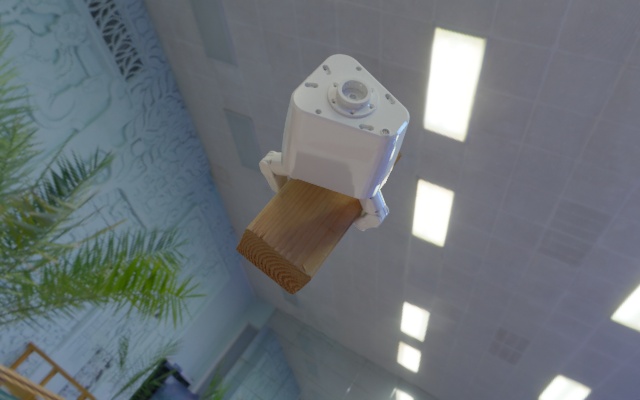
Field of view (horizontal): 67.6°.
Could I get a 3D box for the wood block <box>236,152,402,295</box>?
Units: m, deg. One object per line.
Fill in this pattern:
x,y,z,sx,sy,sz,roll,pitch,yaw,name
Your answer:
0.001,0.002,0.590,0.091,0.206,0.090,39,-28,0,wood block
